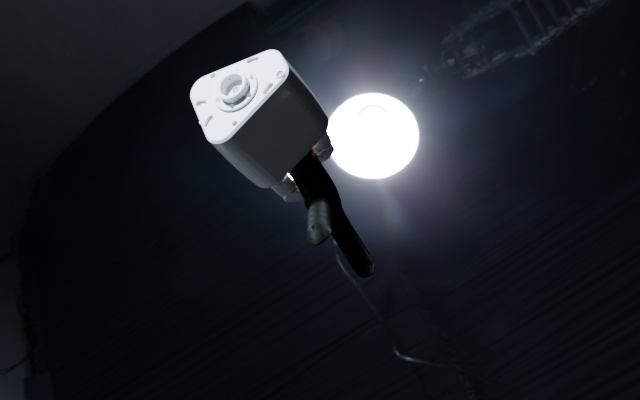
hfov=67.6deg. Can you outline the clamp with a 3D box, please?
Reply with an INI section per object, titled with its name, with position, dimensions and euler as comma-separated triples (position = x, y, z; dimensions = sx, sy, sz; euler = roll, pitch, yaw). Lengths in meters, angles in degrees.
[clamp]
position = 0.001, 0.001, 0.532
dimensions = 0.039, 0.171, 0.120
euler = -33, -30, 8
